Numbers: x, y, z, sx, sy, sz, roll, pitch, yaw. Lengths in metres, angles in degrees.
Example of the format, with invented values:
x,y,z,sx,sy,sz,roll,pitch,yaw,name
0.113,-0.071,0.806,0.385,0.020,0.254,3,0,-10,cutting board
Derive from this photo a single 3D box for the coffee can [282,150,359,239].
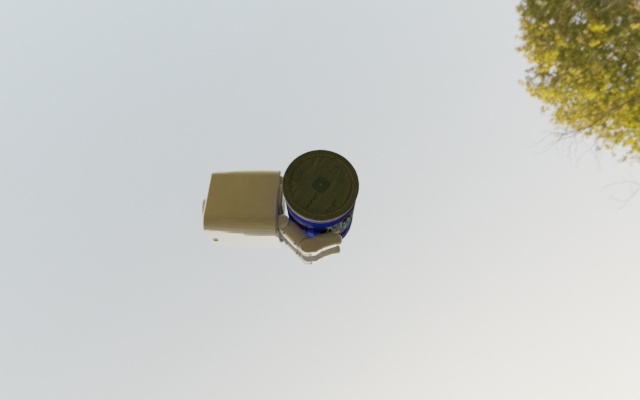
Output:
x,y,z,sx,sy,sz,roll,pitch,yaw,name
0.000,0.002,0.697,0.103,0.102,0.140,0,-20,0,coffee can
